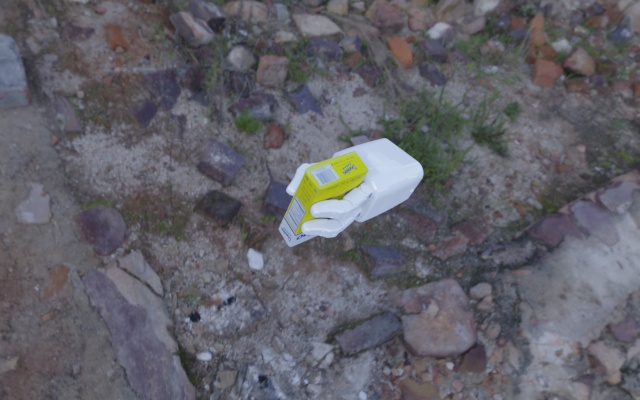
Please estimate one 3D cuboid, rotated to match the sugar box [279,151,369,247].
[{"bbox_3d":[0.001,0.003,0.744,0.093,0.048,0.176,-21,-25,-29],"label":"sugar box"}]
